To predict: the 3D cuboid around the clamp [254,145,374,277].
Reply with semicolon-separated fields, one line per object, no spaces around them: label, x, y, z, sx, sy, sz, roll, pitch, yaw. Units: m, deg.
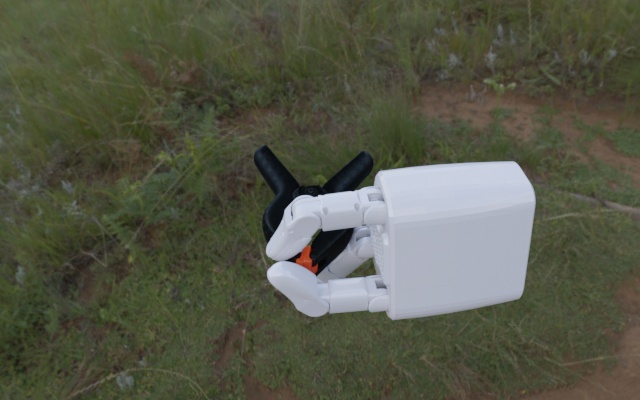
clamp;0.000;0.001;0.436;0.120;0.039;0.171;-7;43;-2
